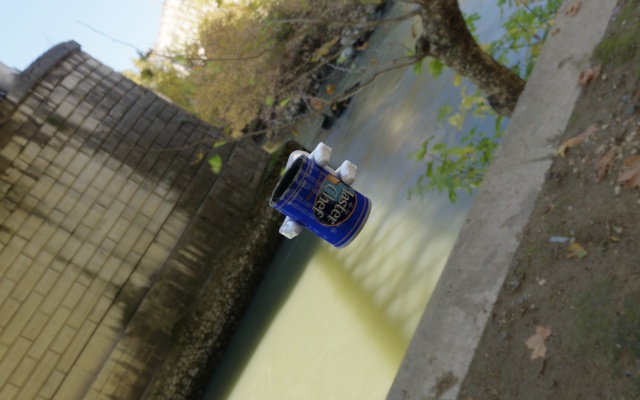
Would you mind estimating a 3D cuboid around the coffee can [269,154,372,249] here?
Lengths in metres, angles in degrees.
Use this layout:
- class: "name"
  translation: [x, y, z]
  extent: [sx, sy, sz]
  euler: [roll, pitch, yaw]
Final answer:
- class: "coffee can"
  translation: [0.000, 0.003, 0.803]
  extent: [0.140, 0.103, 0.103]
  euler: [33, -10, -16]
